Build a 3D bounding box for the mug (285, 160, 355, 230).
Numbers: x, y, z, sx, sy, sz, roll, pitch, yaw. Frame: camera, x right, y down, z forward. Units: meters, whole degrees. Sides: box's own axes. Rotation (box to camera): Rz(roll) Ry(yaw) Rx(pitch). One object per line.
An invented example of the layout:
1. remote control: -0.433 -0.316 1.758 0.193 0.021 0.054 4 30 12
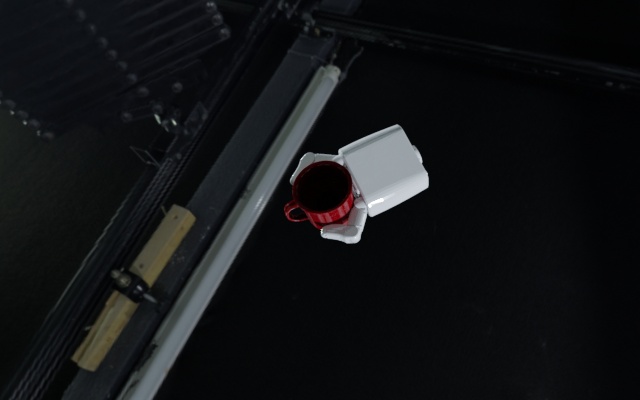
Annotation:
1. mug: -0.001 0.003 0.752 0.117 0.093 0.081 -25 -30 0
